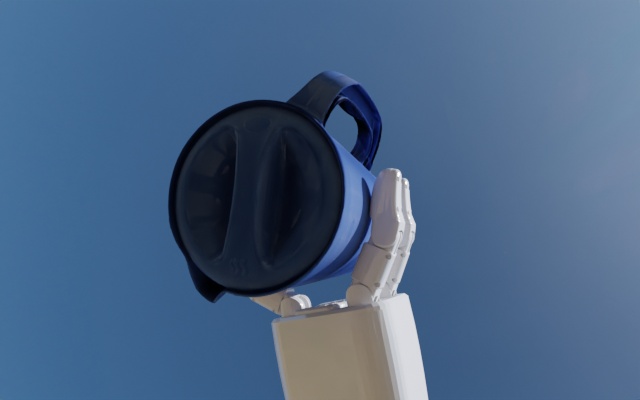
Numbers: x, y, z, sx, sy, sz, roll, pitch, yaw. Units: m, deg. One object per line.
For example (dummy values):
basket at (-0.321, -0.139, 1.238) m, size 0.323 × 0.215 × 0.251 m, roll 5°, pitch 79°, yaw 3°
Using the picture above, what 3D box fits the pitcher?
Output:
pitcher at (0.000, 0.002, 0.421) m, size 0.149 × 0.145 × 0.243 m, roll -16°, pitch -12°, yaw 19°
